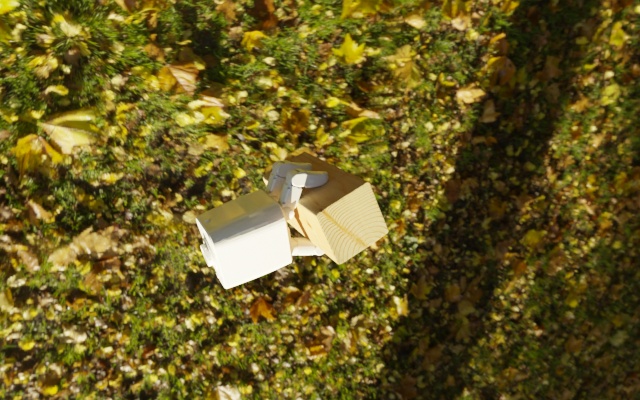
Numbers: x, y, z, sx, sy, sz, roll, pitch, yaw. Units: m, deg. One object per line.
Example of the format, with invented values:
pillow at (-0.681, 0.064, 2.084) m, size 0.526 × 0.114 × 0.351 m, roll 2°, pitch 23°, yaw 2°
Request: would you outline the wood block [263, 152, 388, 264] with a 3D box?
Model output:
wood block at (0.000, 0.003, 0.732) m, size 0.090 × 0.091 × 0.206 m, roll -32°, pitch 29°, yaw -14°
